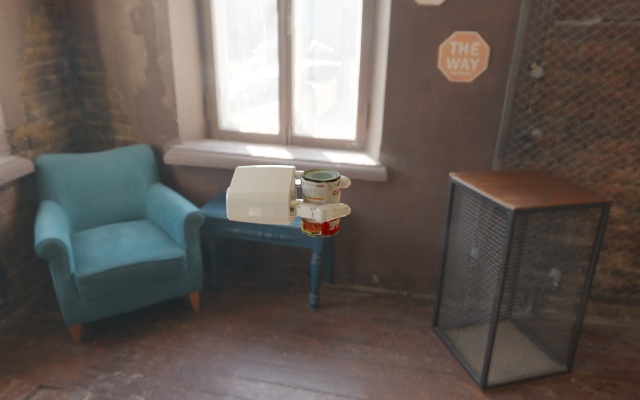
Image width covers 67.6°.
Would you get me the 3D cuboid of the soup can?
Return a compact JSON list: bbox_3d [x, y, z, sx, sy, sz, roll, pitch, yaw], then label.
[{"bbox_3d":[0.001,0.002,0.818,0.068,0.102,0.068,1,22,0],"label":"soup can"}]
